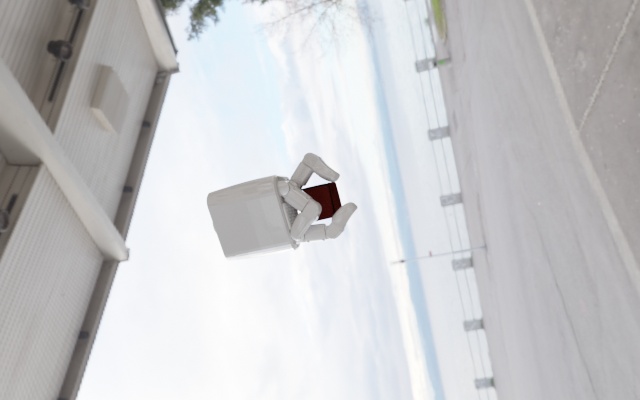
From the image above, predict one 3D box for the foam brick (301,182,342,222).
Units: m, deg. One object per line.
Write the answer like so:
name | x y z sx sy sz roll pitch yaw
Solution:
foam brick | 0.000 0.002 0.724 0.051 0.053 0.078 -13 -1 10
